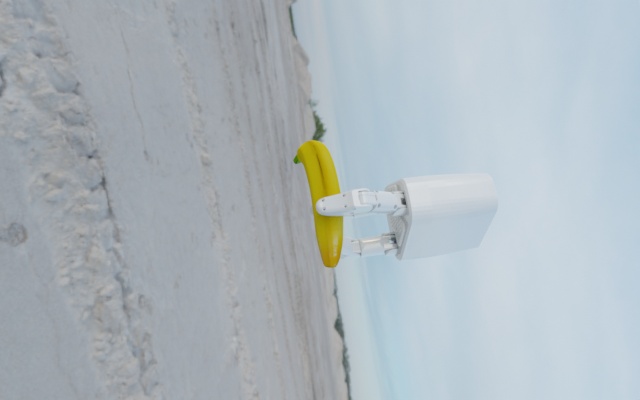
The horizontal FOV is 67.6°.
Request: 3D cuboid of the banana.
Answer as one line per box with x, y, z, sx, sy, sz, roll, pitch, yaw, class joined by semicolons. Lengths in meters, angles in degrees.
0.001;-0.014;0.573;0.037;0.070;0.197;-4;44;-11;banana
